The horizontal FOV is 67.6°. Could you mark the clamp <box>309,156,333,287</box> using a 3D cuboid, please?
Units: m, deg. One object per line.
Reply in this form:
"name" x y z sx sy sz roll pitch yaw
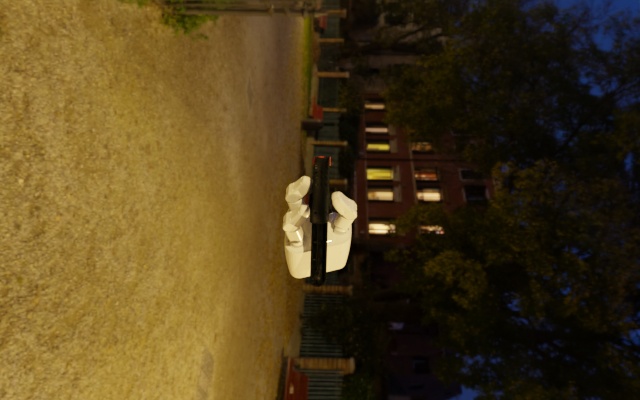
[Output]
"clamp" 0.001 0.002 0.722 0.036 0.209 0.165 2 -35 0
